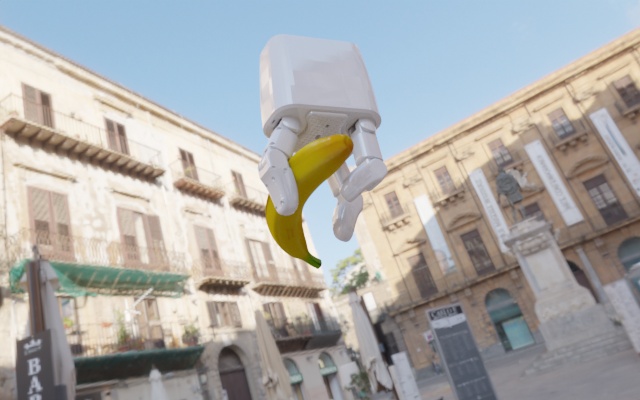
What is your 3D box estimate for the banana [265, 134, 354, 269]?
[{"bbox_3d":[-0.019,0.001,0.470,0.069,0.037,0.198,7,-38,-4],"label":"banana"}]
